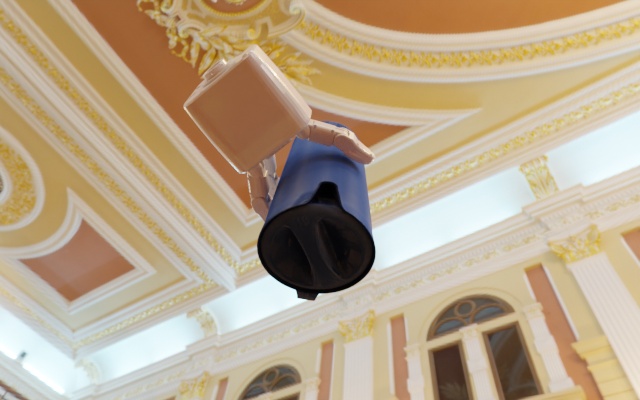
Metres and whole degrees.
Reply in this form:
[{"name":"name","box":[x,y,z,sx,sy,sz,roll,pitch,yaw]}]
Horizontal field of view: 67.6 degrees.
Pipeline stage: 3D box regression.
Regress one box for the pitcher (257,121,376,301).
[{"name":"pitcher","box":[0.000,0.002,0.632,0.149,0.145,0.242,-31,27,23]}]
